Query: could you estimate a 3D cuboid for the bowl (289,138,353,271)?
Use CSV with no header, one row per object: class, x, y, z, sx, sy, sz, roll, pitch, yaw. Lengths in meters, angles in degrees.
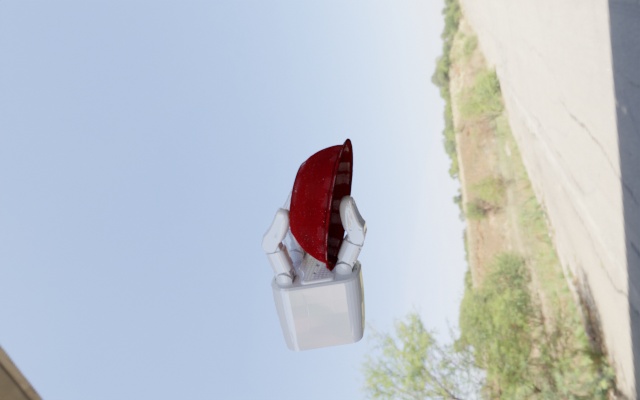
bowl,0.000,0.001,0.583,0.055,0.162,0.162,9,1,10
